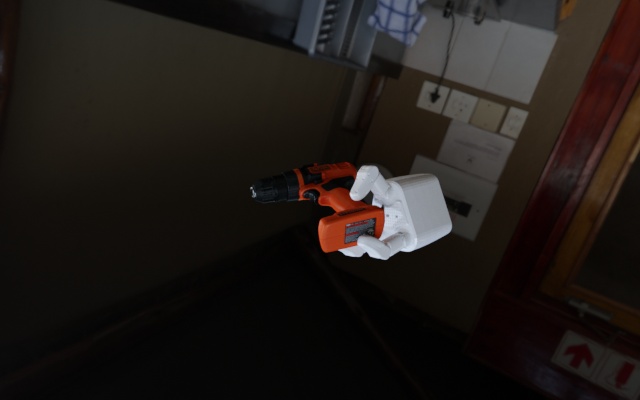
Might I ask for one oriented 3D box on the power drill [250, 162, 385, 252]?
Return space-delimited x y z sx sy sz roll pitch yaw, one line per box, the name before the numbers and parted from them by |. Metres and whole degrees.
power drill | 0.001 0.003 0.744 0.184 0.057 0.187 -13 35 -19
